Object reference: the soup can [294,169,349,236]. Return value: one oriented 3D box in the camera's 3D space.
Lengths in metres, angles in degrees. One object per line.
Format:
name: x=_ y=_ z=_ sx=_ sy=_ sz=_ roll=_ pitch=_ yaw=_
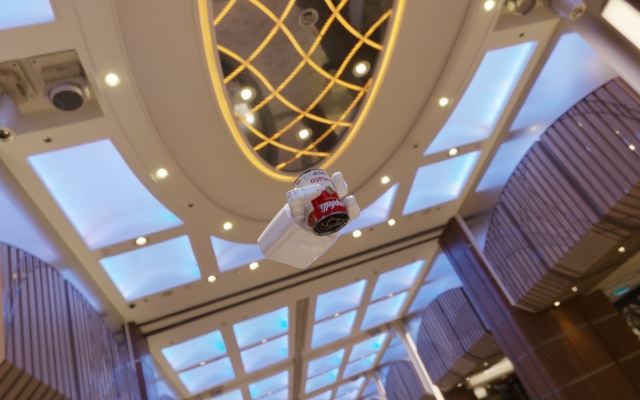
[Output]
soup can: x=0.000 y=0.002 z=0.846 sx=0.068 sy=0.102 sz=0.069 roll=-18 pitch=-32 yaw=-12
